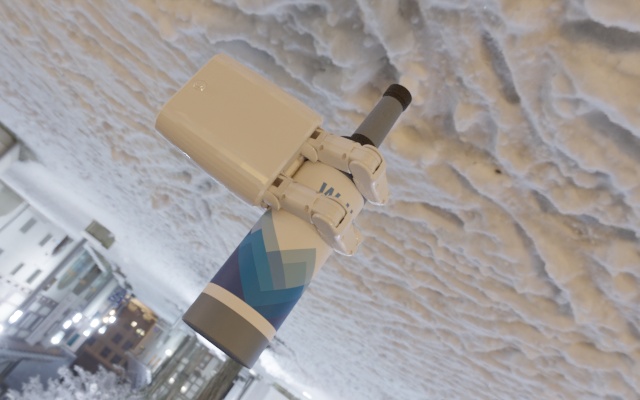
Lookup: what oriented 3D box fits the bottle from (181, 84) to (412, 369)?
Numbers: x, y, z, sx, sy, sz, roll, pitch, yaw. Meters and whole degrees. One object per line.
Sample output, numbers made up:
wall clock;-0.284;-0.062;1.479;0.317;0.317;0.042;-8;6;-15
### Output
bottle;0.000;0.002;0.423;0.069;0.295;0.069;30;-24;15
